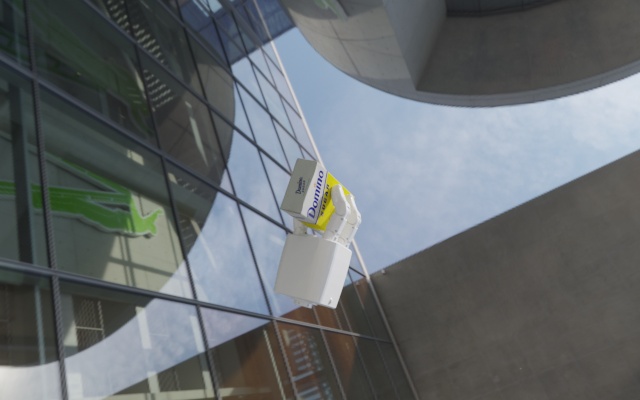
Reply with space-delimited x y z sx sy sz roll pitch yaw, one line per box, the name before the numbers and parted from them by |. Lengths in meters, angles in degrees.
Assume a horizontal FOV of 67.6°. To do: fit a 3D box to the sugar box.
sugar box | 0.001 0.003 0.836 0.048 0.093 0.176 13 -12 26
